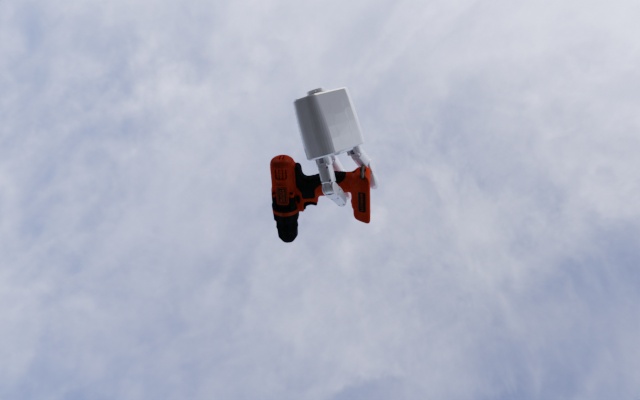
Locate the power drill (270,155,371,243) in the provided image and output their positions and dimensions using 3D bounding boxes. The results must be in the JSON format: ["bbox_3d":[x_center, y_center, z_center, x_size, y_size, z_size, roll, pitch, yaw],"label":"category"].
[{"bbox_3d":[0.001,0.003,0.894,0.187,0.185,0.057,0,32,5],"label":"power drill"}]
